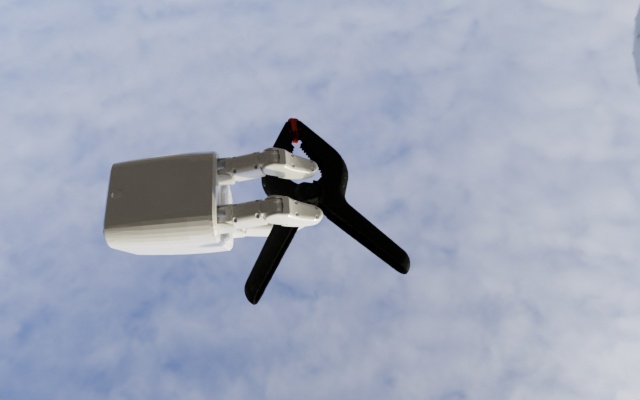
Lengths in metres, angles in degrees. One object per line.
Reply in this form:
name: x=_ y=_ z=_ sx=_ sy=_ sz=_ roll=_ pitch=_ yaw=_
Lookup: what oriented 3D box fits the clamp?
clamp: x=0.000 y=0.002 z=0.508 sx=0.164 sy=0.209 sz=0.036 roll=-4 pitch=-29 yaw=-5
